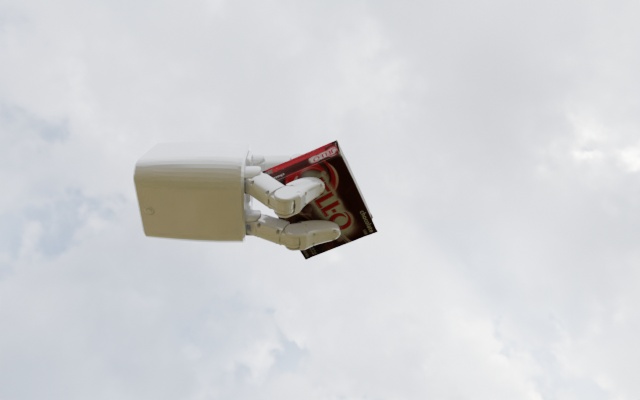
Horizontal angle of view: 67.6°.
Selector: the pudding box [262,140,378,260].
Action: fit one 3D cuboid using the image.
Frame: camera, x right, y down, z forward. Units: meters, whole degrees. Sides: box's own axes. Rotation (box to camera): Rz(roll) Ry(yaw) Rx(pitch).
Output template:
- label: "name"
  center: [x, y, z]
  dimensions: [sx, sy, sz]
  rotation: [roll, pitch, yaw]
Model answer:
- label: "pudding box"
  center: [0.000, 0.002, 0.518]
  dimensions: [0.090, 0.114, 0.039]
  rotation: [-22, 36, 11]
